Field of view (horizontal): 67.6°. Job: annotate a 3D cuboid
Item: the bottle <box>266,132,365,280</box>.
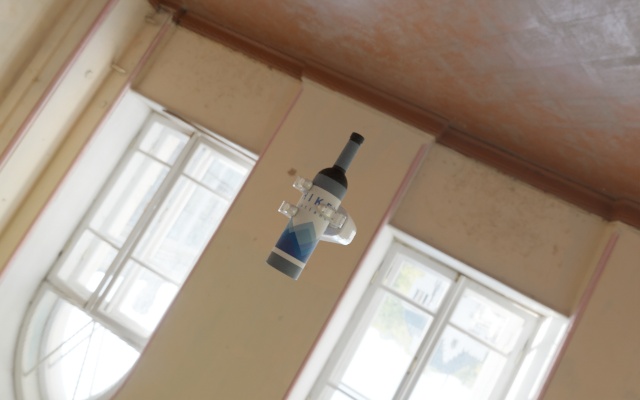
[{"bbox_3d":[0.000,0.003,0.893,0.069,0.295,0.069,29,-7,4],"label":"bottle"}]
